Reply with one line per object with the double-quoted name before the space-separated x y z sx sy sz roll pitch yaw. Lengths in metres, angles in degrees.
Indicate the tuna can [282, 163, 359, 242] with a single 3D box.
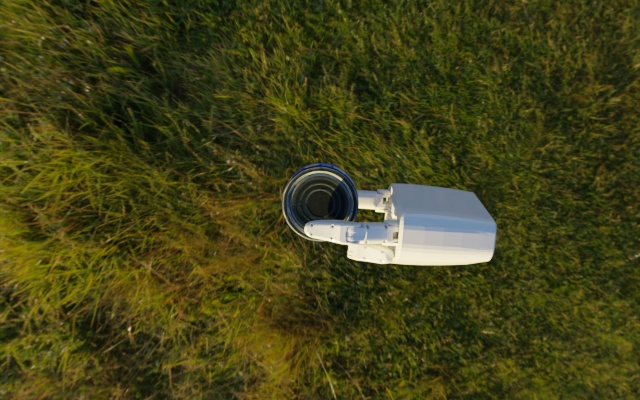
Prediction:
"tuna can" 0.000 0.002 0.534 0.086 0.086 0.033 0 9 2
